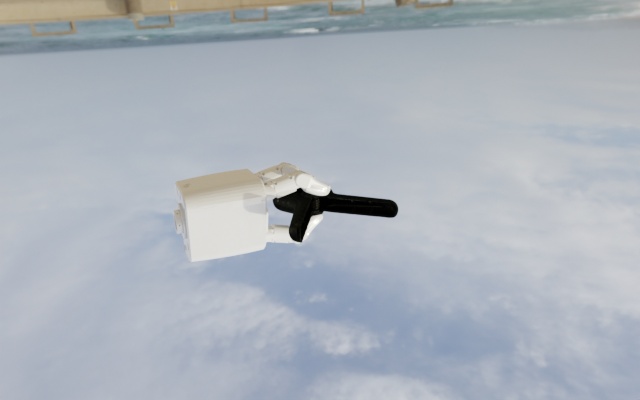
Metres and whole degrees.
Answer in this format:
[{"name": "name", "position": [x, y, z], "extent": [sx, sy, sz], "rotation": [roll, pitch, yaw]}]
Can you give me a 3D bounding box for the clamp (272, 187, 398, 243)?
[{"name": "clamp", "position": [0.000, 0.003, 0.700], "extent": [0.164, 0.036, 0.210], "rotation": [-9, 20, -22]}]
